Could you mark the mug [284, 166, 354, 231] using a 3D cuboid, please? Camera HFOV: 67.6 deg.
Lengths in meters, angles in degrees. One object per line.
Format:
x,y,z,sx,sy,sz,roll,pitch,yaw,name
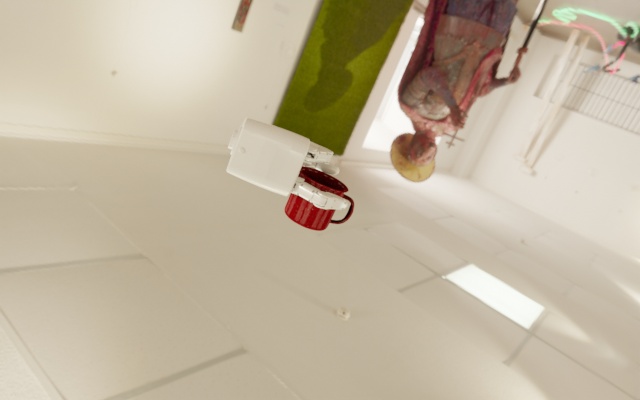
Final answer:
0.001,0.003,0.817,0.117,0.081,0.093,21,16,-11,mug
